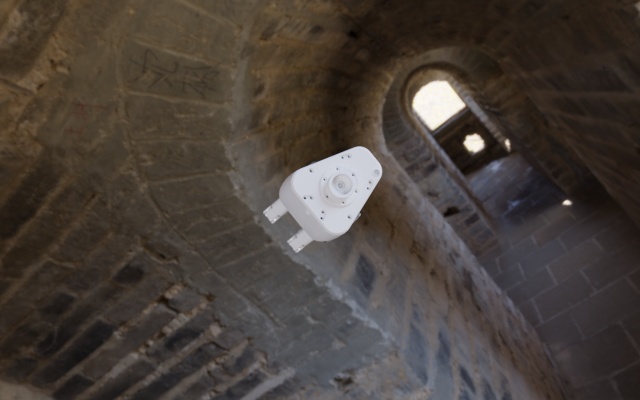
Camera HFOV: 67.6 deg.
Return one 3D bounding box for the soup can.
[{"bbox_3d":[0.000,0.002,0.696,0.068,0.102,0.068,-40,2,1],"label":"soup can"}]
